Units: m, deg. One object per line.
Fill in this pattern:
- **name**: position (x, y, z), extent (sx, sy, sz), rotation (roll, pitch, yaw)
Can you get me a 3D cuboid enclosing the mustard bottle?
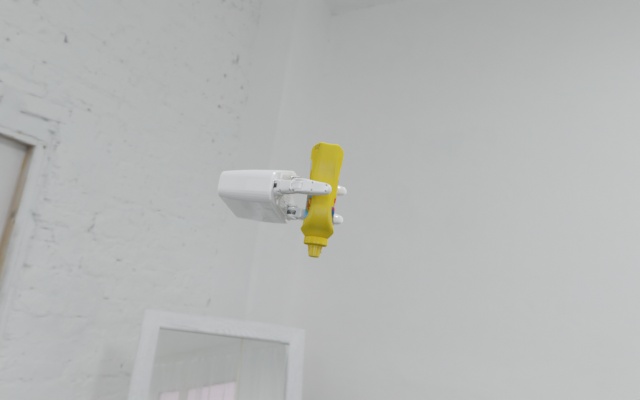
- **mustard bottle**: position (0.001, 0.002, 0.827), extent (0.058, 0.191, 0.096), rotation (9, -12, -4)
